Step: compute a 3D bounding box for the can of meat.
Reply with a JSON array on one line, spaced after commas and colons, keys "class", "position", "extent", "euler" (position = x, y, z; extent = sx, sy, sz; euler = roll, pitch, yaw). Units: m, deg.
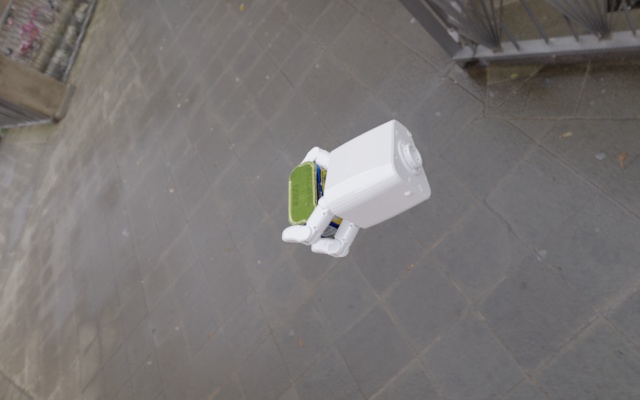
[{"class": "can of meat", "position": [0.000, 0.002, 0.698], "extent": [0.057, 0.102, 0.084], "euler": [-23, -34, 34]}]
